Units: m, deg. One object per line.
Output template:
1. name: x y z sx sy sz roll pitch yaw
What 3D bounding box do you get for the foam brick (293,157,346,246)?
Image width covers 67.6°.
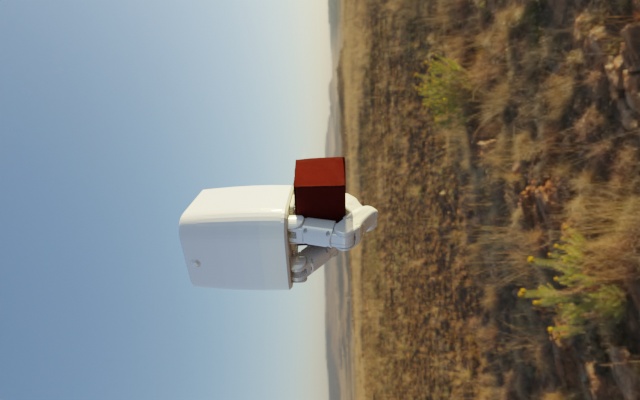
1. foam brick: 0.000 0.001 0.490 0.051 0.078 0.053 0 36 2
